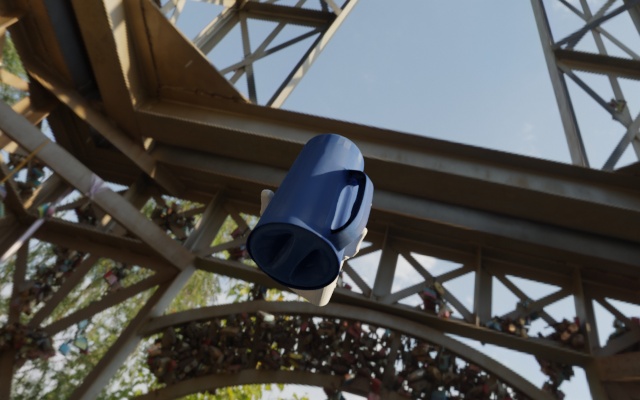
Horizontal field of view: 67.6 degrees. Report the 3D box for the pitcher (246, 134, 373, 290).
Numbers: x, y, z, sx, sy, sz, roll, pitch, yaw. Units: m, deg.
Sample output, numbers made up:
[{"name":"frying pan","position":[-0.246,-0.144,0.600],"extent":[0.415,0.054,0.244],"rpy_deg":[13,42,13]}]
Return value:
[{"name":"pitcher","position":[0.000,0.002,0.721],"extent":[0.149,0.145,0.242],"rpy_deg":[16,44,6]}]
